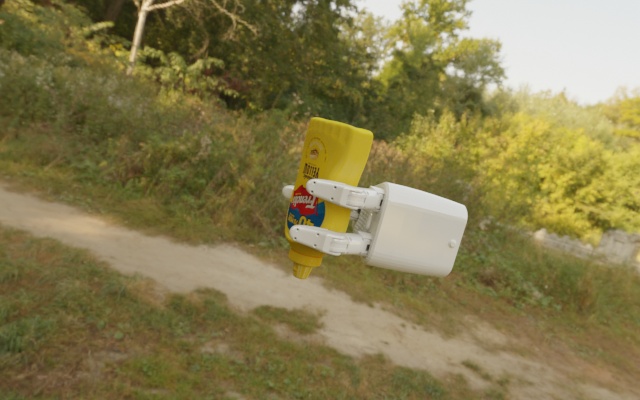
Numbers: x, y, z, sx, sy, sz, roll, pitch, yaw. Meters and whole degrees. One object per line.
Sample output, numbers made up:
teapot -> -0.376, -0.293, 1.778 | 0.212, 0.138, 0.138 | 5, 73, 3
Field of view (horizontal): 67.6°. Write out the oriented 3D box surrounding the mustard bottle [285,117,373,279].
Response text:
mustard bottle -> 0.000, 0.002, 0.569 | 0.058, 0.191, 0.096 | 9, 10, -36
